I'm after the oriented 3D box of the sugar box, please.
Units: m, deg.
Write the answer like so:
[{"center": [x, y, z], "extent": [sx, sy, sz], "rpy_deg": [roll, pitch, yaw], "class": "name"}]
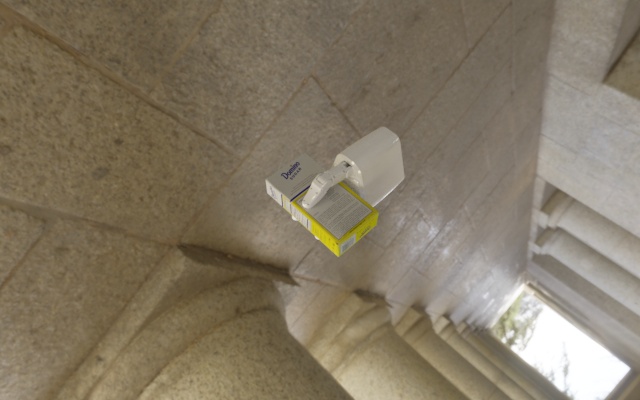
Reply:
[{"center": [0.000, 0.003, 0.793], "extent": [0.093, 0.048, 0.176], "rpy_deg": [-37, 60, -24], "class": "sugar box"}]
